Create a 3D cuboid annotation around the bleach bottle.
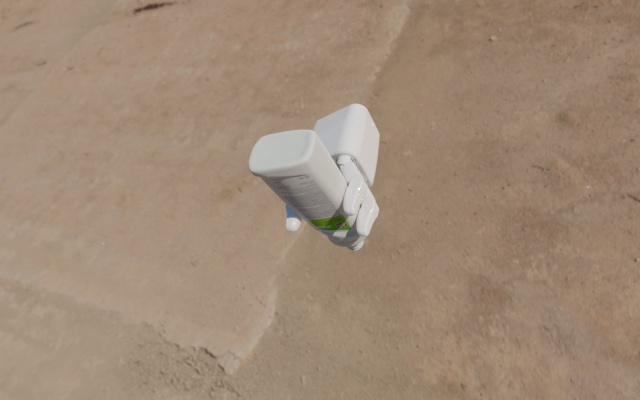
[{"bbox_3d":[0.000,0.002,0.714,0.102,0.068,0.251,-5,-36,26],"label":"bleach bottle"}]
